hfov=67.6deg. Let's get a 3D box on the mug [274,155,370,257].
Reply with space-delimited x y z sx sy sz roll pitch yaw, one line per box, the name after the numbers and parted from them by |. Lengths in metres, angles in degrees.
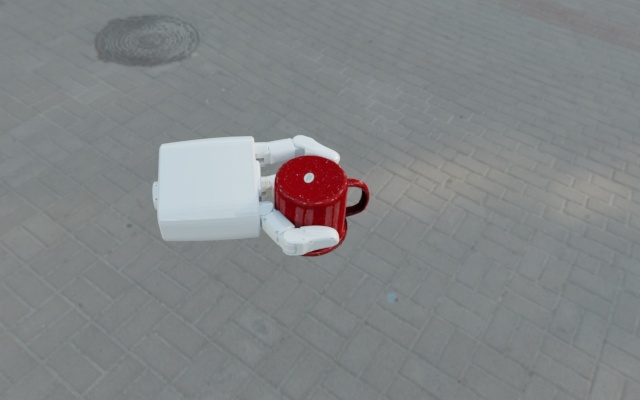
0.002 0.002 0.547 0.117 0.093 0.082 -6 -42 -10 | mug
